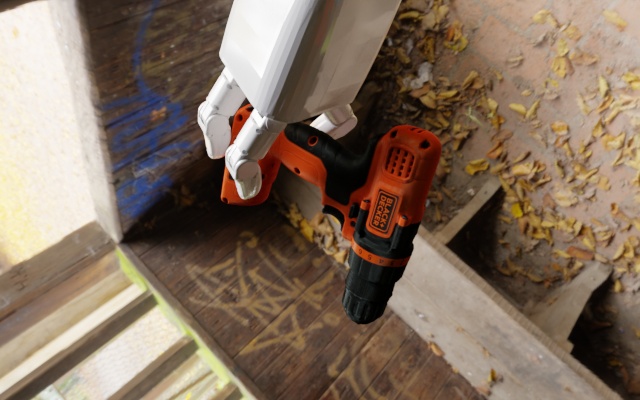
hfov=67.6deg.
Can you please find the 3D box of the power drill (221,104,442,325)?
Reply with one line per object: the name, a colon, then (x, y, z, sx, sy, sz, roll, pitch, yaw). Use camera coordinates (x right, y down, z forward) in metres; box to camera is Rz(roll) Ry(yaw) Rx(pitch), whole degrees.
power drill: (0.000, 0.001, 0.433, 0.187, 0.184, 0.057, 24, 23, 22)
